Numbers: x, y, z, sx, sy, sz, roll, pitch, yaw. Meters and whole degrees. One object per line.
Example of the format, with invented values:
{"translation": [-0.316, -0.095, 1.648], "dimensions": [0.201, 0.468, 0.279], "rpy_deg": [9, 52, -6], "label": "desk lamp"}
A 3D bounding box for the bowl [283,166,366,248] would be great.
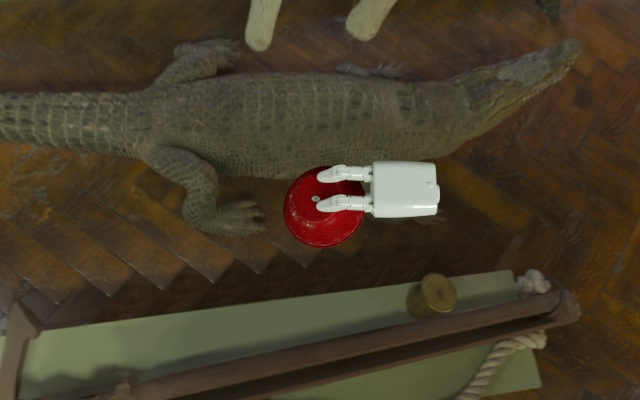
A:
{"translation": [-0.001, 0.003, 0.875], "dimensions": [0.162, 0.162, 0.055], "rpy_deg": [0, -17, 16], "label": "bowl"}
